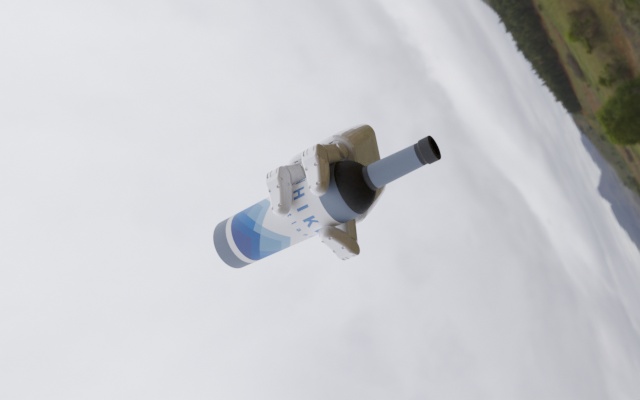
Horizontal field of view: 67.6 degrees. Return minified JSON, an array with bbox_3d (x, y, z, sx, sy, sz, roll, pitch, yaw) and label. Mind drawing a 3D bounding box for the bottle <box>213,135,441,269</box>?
[{"bbox_3d":[0.000,0.002,0.554,0.296,0.069,0.069,-26,-13,29],"label":"bottle"}]
